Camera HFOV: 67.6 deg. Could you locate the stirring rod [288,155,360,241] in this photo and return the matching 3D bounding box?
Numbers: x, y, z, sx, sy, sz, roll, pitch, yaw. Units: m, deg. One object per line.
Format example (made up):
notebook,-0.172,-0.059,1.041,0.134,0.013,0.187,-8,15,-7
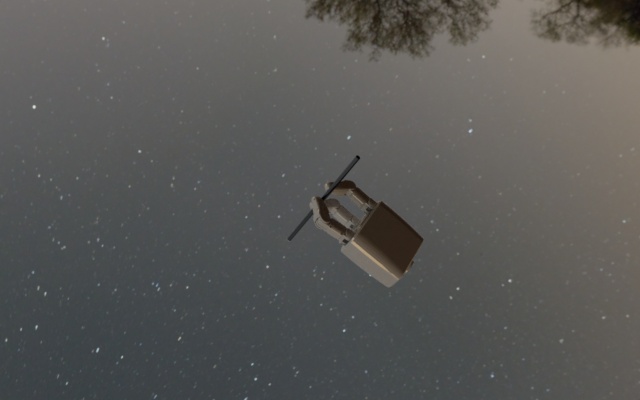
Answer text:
stirring rod,0.000,0.003,0.829,0.011,0.011,0.240,0,-36,-37
